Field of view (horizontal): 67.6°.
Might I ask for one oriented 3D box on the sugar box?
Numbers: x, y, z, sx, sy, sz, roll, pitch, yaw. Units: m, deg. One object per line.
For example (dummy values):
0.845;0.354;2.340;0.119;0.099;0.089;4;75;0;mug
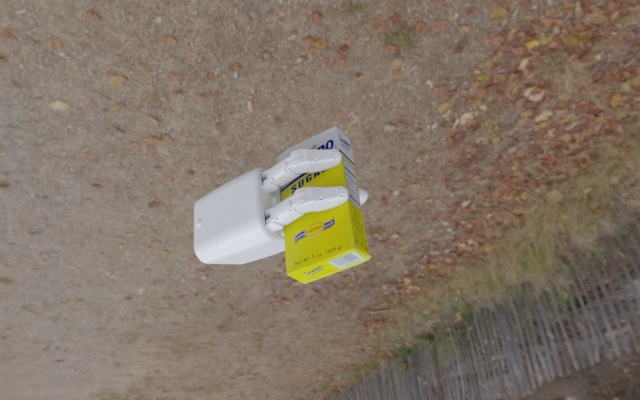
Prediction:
0.000;0.002;0.580;0.093;0.176;0.048;-23;-34;23;sugar box
